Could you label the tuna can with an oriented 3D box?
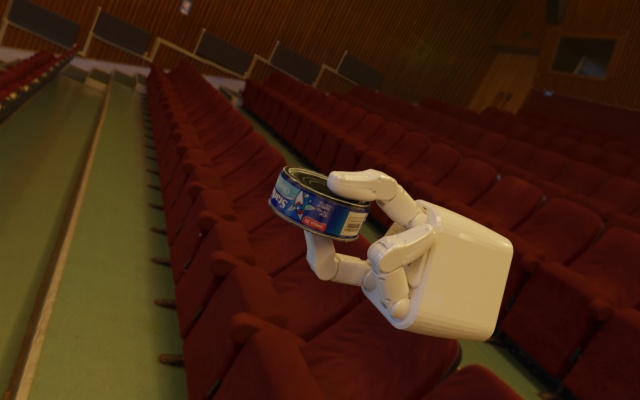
[{"bbox_3d":[0.000,0.001,0.419,0.086,0.034,0.086,21,14,-5],"label":"tuna can"}]
